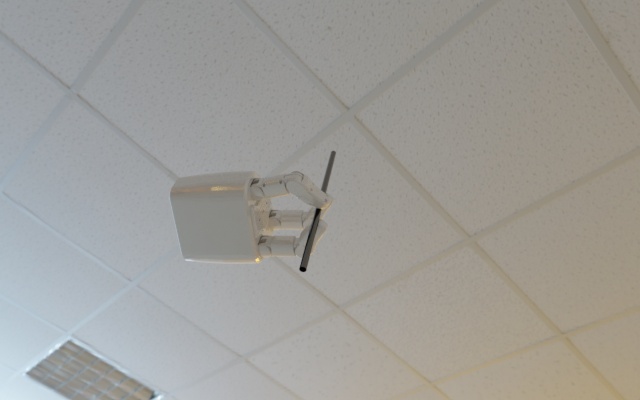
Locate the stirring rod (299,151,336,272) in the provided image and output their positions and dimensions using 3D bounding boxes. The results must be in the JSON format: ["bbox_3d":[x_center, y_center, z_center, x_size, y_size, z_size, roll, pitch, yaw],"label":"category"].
[{"bbox_3d":[0.000,0.002,0.600,0.011,0.011,0.239,0,36,11],"label":"stirring rod"}]
